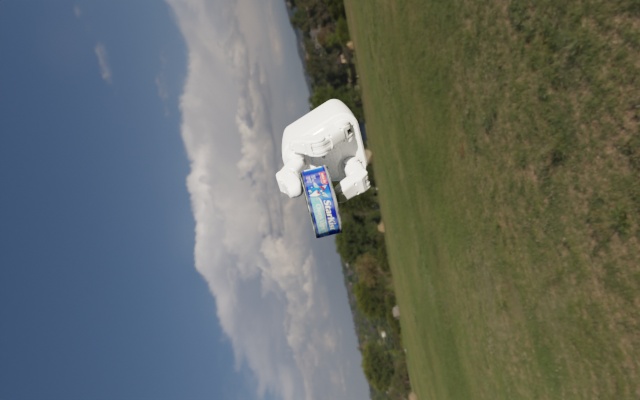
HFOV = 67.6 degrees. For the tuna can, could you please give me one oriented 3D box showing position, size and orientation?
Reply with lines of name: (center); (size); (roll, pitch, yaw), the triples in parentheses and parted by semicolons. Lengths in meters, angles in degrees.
tuna can: (0.000, 0.002, 0.582); (0.034, 0.086, 0.086); (-14, 0, -2)
